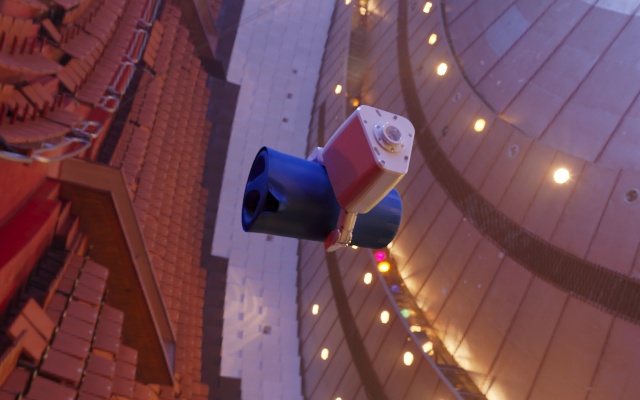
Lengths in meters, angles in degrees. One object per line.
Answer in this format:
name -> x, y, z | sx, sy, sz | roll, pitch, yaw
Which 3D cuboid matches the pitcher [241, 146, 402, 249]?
pitcher -> 0.000, 0.002, 0.773 | 0.243, 0.149, 0.145 | 13, -35, -22
